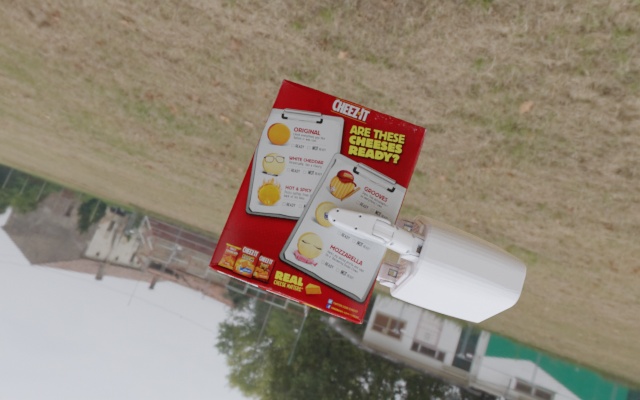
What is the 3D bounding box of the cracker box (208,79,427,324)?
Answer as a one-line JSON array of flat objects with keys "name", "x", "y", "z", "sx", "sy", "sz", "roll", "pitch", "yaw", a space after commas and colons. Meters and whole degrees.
[{"name": "cracker box", "x": 0.000, "y": 0.002, "z": 0.514, "sx": 0.164, "sy": 0.213, "sz": 0.072, "roll": 20, "pitch": -10, "yaw": 2}]
